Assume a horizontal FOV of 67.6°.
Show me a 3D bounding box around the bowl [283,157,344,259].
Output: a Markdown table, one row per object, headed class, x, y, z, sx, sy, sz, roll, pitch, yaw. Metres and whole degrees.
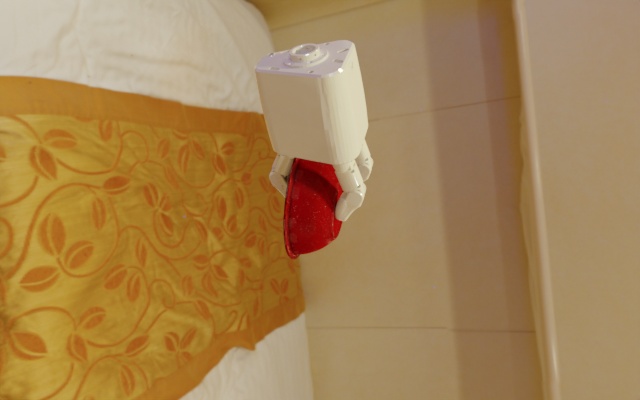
| class | x | y | z | sx | sy | sz | roll | pitch | yaw |
| --- | --- | --- | --- | --- | --- | --- | --- | --- | --- |
| bowl | 0.001 | 0.003 | 0.635 | 0.055 | 0.162 | 0.162 | 8 | 1 | 11 |
